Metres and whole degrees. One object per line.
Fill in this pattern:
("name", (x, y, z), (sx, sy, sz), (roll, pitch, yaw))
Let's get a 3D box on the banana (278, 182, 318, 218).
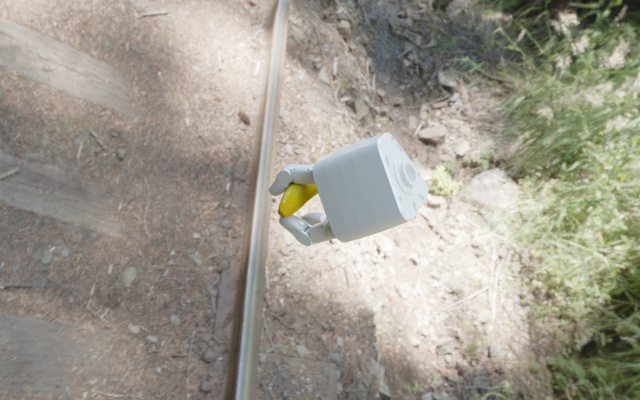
("banana", (-0.001, -0.016, 0.715), (0.037, 0.069, 0.198), (-10, -3, 32))
